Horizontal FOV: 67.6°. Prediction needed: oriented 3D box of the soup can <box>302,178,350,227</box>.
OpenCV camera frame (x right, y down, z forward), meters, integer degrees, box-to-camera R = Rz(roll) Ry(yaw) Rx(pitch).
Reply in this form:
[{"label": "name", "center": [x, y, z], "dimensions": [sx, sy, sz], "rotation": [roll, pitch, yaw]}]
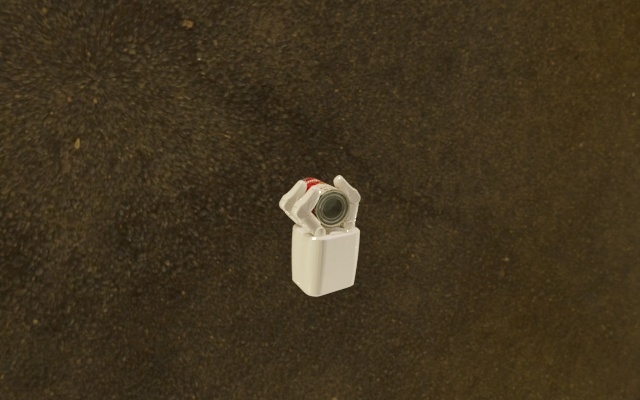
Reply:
[{"label": "soup can", "center": [0.000, 0.002, 0.840], "dimensions": [0.068, 0.068, 0.102], "rotation": [0, 13, -25]}]
